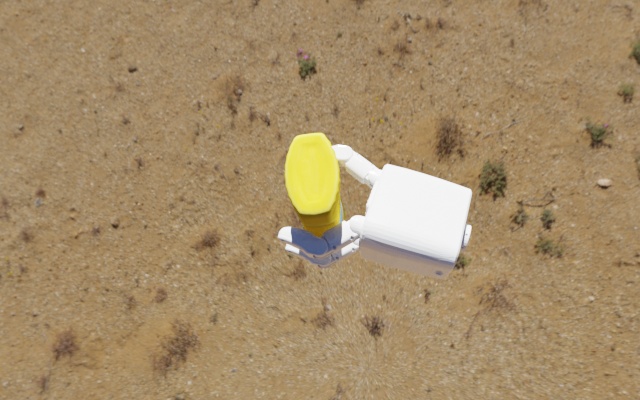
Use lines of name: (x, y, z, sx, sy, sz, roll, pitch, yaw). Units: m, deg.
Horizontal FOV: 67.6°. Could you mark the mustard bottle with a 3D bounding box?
mustard bottle: (0.000, 0.002, 0.581, 0.058, 0.096, 0.192, -7, -20, 3)
